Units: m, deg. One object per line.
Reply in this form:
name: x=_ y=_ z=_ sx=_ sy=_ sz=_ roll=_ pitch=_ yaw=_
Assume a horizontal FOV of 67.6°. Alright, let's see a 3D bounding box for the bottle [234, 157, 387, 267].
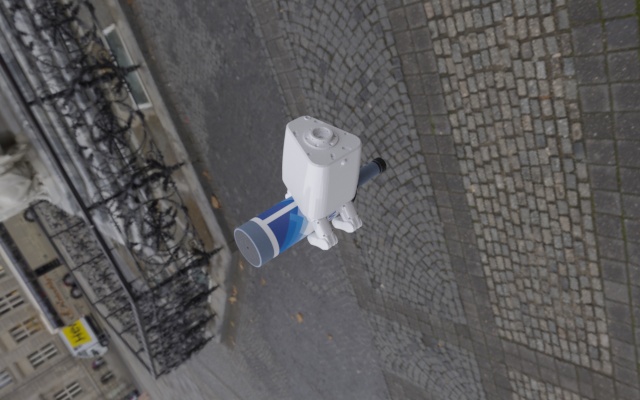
bottle: x=0.000 y=0.003 z=0.775 sx=0.295 sy=0.069 sz=0.069 roll=-32 pitch=17 yaw=-30
